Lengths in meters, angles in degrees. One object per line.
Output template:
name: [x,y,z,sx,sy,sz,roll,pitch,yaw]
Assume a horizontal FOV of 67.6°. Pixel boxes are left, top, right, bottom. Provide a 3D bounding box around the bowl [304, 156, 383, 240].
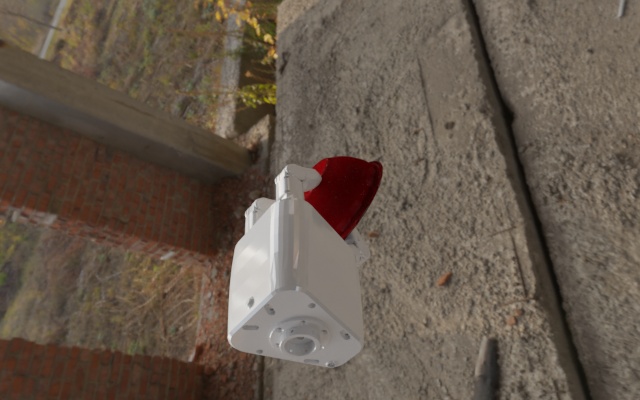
bowl: [0.000,0.001,0.567,0.055,0.162,0.162,38,-10,-13]
